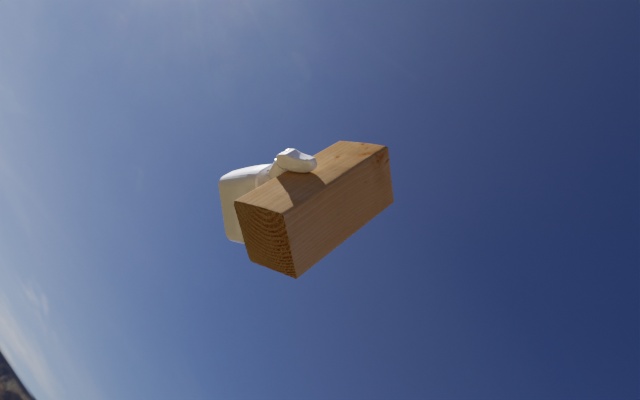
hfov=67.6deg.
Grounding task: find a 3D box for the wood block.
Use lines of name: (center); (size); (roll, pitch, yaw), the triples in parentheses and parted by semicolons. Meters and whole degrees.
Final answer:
wood block: (0.000, 0.002, 0.630); (0.090, 0.091, 0.206); (13, 35, 40)
